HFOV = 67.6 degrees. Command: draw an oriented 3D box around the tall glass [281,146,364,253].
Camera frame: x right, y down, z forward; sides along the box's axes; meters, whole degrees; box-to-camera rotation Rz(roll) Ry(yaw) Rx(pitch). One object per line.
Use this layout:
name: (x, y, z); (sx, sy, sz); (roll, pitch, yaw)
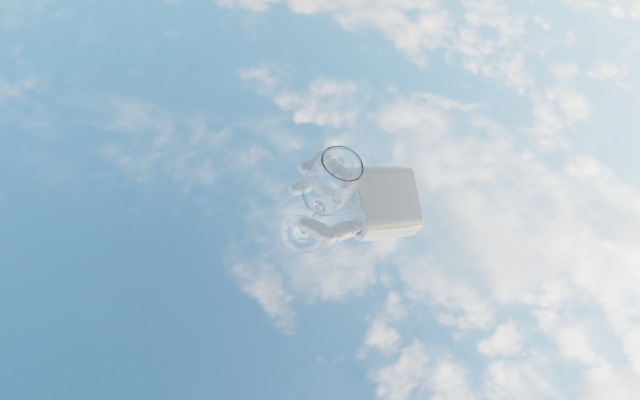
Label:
tall glass: (0.000, 0.003, 0.730); (0.079, 0.079, 0.201); (0, -33, -21)
